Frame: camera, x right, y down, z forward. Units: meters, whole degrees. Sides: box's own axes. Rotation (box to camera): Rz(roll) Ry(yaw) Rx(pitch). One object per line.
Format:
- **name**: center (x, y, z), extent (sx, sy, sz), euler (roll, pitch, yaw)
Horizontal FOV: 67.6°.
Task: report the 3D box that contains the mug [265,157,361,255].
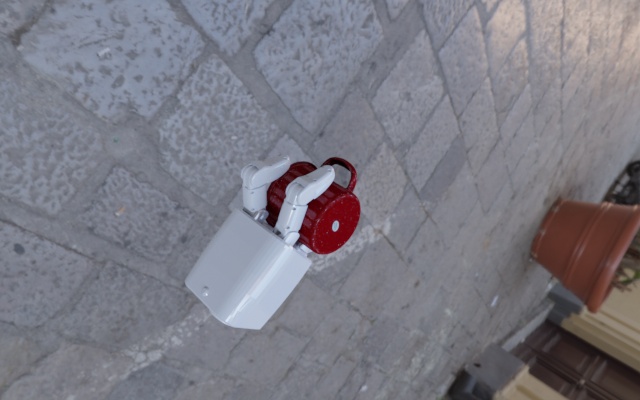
- **mug**: center (0.001, 0.001, 0.567), extent (0.081, 0.117, 0.093), euler (32, -7, 36)
